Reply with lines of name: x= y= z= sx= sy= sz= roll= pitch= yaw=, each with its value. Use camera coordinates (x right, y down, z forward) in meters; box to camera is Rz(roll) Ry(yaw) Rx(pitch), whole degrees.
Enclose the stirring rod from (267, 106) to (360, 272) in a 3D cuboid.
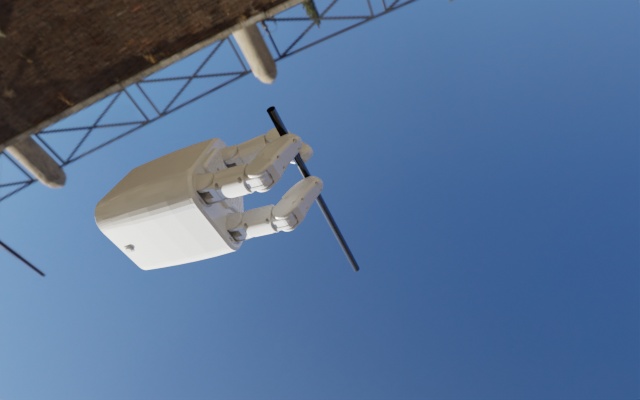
stirring rod: x=0.000 y=0.002 z=0.488 sx=0.011 sy=0.011 sz=0.240 roll=0 pitch=-41 yaw=28
